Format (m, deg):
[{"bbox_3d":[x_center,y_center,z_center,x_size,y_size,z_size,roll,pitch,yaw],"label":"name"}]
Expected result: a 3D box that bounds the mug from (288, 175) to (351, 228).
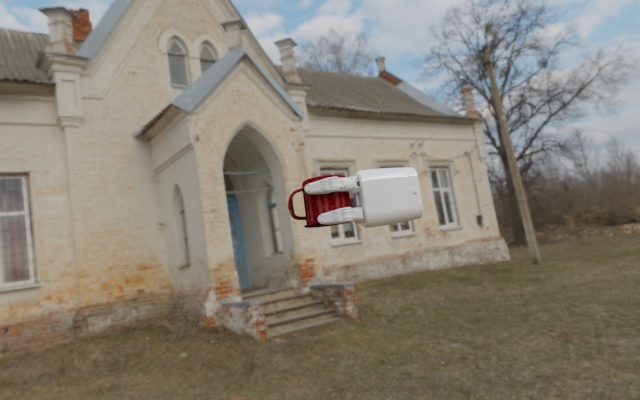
[{"bbox_3d":[-0.001,0.003,0.844,0.117,0.081,0.093,-6,-8,-12],"label":"mug"}]
